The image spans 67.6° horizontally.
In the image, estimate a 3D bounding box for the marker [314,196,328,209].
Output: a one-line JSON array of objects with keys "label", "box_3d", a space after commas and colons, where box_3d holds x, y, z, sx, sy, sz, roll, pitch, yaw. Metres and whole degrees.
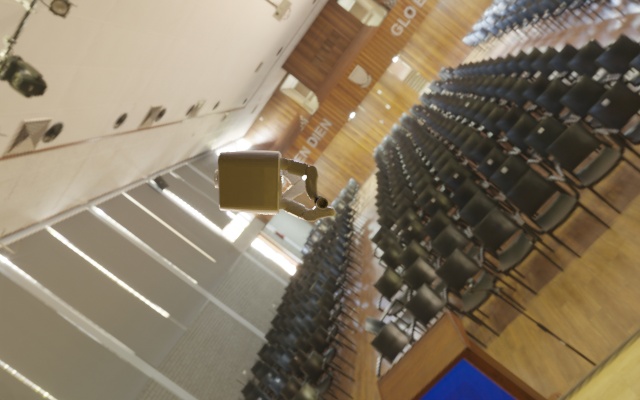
[{"label": "marker", "box_3d": [0.000, 0.003, 0.823, 0.020, 0.020, 0.121, 0, 2, -3]}]
